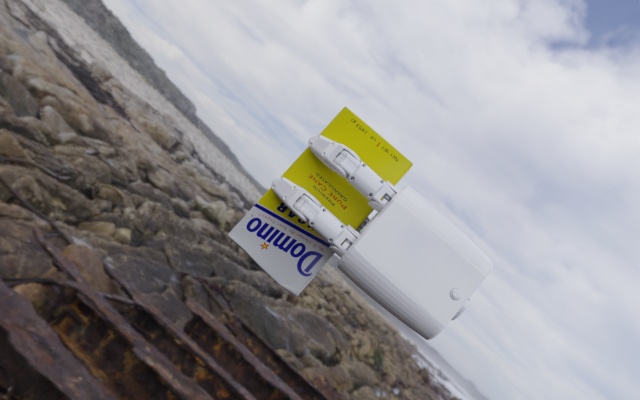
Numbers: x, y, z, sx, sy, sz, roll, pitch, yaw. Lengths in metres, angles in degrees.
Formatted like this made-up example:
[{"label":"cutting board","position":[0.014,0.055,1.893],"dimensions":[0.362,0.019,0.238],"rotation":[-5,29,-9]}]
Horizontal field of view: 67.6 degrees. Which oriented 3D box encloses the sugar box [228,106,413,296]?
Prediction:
[{"label":"sugar box","position":[0.000,0.002,0.484],"dimensions":[0.093,0.176,0.048],"rotation":[41,-6,6]}]
